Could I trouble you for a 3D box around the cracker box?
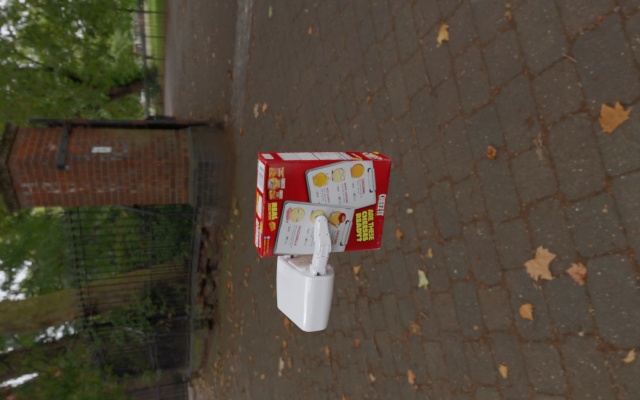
[{"bbox_3d":[0.000,0.003,0.799,0.214,0.164,0.072,-3,21,-19],"label":"cracker box"}]
